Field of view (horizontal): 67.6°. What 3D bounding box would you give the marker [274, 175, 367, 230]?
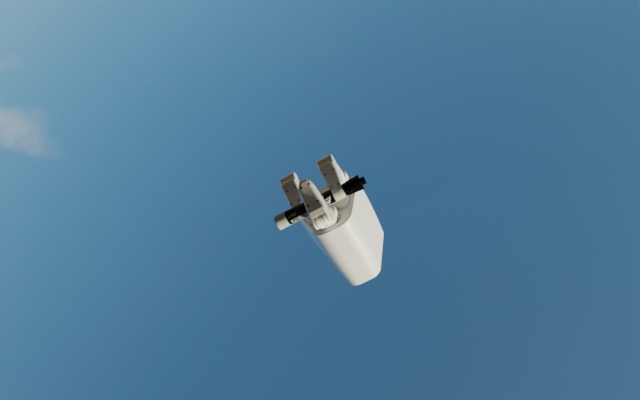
[{"bbox_3d":[0.000,0.002,0.580,0.121,0.020,0.020,-26,-5,10],"label":"marker"}]
